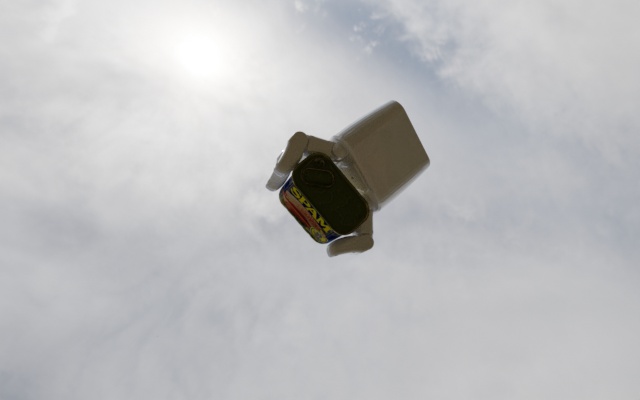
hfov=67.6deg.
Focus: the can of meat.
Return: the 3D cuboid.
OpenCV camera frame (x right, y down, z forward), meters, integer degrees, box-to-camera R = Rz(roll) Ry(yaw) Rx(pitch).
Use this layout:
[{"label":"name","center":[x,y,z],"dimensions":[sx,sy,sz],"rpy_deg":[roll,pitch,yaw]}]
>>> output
[{"label":"can of meat","center":[0.000,0.002,0.590],"dimensions":[0.057,0.102,0.084],"rpy_deg":[-41,0,-24]}]
